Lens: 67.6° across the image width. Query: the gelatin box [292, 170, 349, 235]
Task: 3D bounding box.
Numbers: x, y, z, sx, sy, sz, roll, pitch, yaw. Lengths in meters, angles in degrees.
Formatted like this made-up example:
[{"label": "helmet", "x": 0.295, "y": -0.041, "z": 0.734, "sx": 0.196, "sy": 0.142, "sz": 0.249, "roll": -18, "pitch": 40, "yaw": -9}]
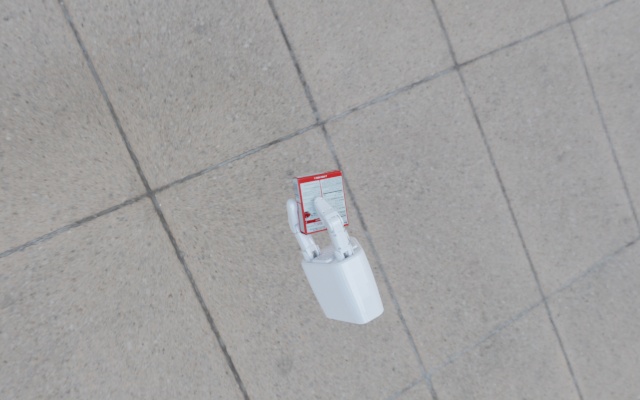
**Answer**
[{"label": "gelatin box", "x": 0.000, "y": 0.002, "z": 0.735, "sx": 0.073, "sy": 0.089, "sz": 0.030, "roll": -12, "pitch": 11, "yaw": -20}]
